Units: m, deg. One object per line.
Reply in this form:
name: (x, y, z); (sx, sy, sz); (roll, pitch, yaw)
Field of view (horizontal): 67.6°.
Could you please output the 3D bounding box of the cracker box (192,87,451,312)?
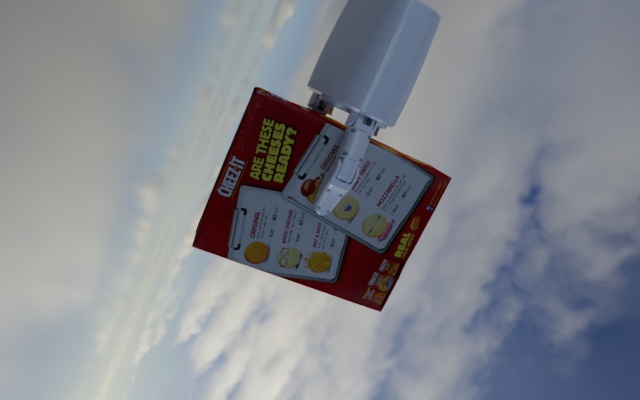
cracker box: (0.000, 0.002, 0.496); (0.214, 0.164, 0.072); (22, 12, -15)
